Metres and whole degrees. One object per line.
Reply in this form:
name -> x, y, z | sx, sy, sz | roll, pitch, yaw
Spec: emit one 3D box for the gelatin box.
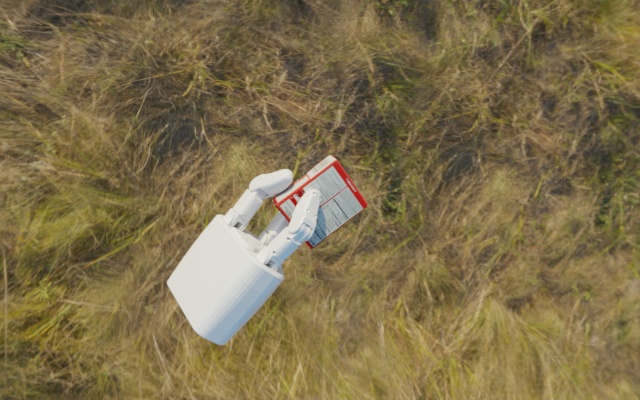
gelatin box -> 0.000, 0.002, 0.565 | 0.089, 0.073, 0.030 | -37, 24, 0
